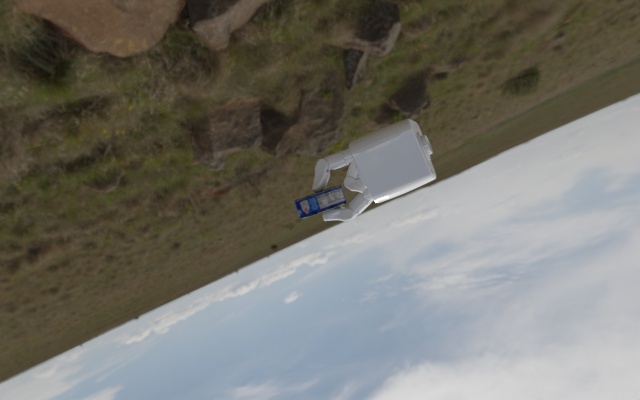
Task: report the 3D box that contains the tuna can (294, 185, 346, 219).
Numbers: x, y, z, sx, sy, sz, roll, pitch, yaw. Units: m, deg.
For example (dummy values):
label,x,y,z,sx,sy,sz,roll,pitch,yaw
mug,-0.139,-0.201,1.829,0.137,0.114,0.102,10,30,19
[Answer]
label,x,y,z,sx,sy,sz,roll,pitch,yaw
tuna can,0.000,0.003,0.812,0.086,0.034,0.086,-19,0,0
